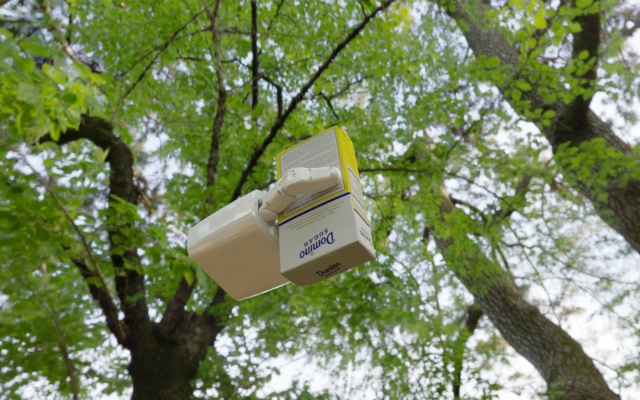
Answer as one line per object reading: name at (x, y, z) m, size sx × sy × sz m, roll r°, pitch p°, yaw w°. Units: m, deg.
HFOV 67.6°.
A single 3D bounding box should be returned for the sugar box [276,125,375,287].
sugar box at (0.000, 0.002, 0.534) m, size 0.093 × 0.176 × 0.048 m, roll -25°, pitch -42°, yaw 20°
